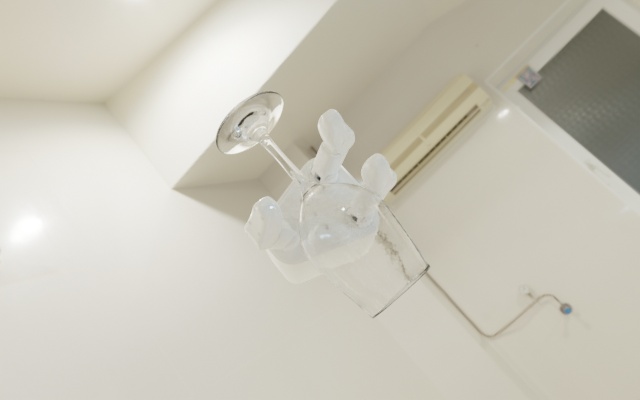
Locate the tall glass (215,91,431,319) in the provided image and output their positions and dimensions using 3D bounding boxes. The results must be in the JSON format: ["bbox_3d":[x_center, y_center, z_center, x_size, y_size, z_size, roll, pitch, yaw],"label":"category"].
[{"bbox_3d":[0.000,0.001,0.402,0.079,0.201,0.079,-37,-18,-14],"label":"tall glass"}]
